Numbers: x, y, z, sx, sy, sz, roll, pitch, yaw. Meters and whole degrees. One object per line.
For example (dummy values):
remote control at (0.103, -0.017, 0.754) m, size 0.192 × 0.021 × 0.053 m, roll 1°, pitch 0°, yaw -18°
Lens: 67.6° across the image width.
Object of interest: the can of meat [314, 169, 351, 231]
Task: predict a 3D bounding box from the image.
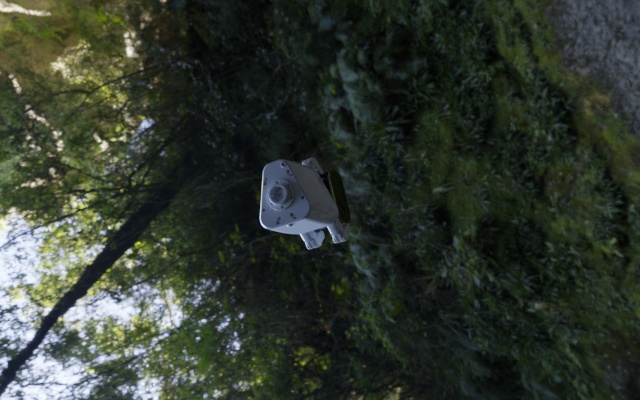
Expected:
can of meat at (0.000, 0.003, 0.880) m, size 0.084 × 0.102 × 0.057 m, roll -17°, pitch -10°, yaw 21°
